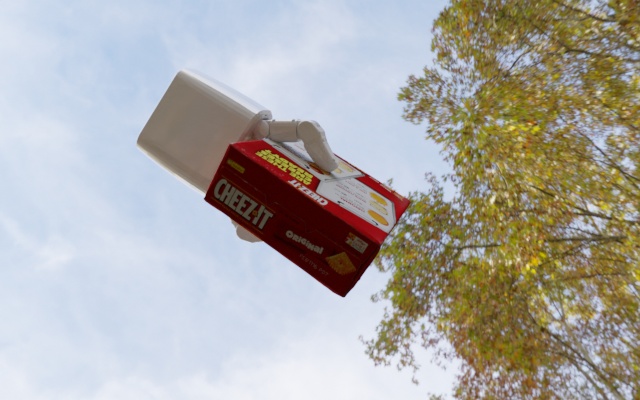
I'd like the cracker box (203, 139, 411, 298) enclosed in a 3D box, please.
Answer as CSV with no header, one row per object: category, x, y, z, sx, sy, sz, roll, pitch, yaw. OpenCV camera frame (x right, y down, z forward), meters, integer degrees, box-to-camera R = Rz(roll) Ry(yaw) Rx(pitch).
cracker box,0.000,0.002,0.520,0.164,0.072,0.213,33,18,9
